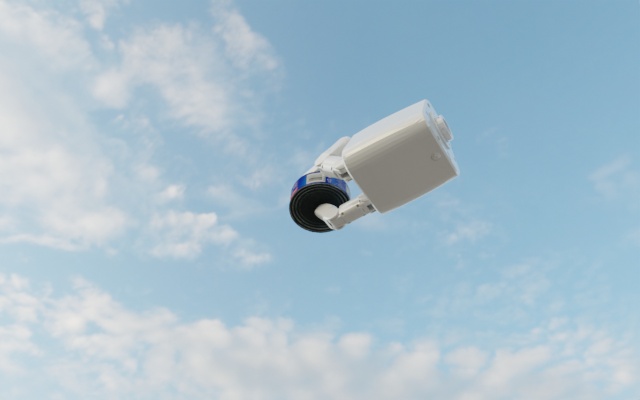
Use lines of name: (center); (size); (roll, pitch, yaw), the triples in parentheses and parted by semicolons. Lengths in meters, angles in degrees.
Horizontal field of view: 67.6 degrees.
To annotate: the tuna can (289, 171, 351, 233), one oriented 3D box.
tuna can: (0.000, 0.002, 0.661); (0.086, 0.086, 0.033); (0, 37, 1)
